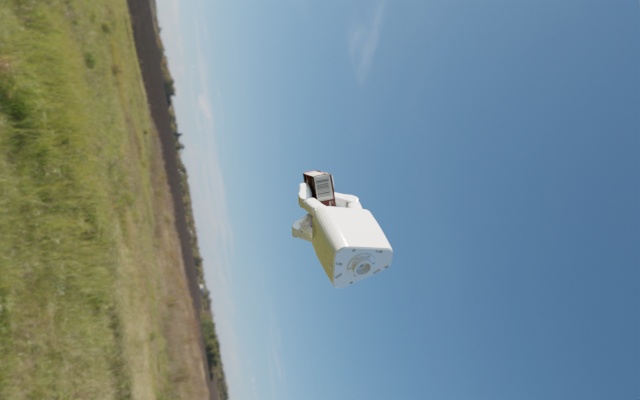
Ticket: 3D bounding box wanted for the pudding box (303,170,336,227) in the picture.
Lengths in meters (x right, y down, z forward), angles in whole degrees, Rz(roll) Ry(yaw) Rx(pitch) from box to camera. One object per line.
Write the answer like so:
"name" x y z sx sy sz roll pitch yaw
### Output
"pudding box" 0.000 0.003 0.897 0.039 0.113 0.090 -9 9 -14
